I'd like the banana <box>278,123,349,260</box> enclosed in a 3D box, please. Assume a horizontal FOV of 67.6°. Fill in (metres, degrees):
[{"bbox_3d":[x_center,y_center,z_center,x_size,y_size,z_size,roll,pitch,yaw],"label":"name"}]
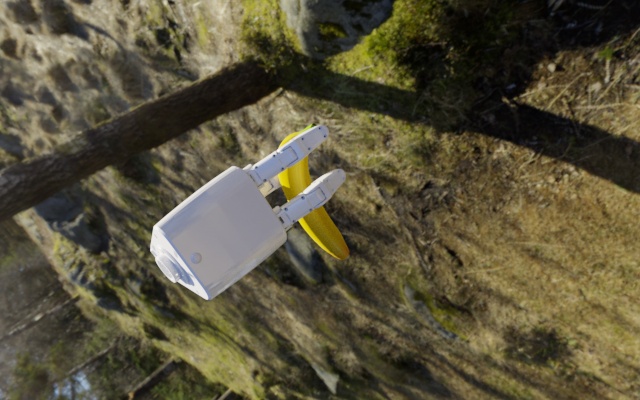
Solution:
[{"bbox_3d":[-0.014,-0.005,0.591,0.069,0.198,0.037,19,48,40],"label":"banana"}]
